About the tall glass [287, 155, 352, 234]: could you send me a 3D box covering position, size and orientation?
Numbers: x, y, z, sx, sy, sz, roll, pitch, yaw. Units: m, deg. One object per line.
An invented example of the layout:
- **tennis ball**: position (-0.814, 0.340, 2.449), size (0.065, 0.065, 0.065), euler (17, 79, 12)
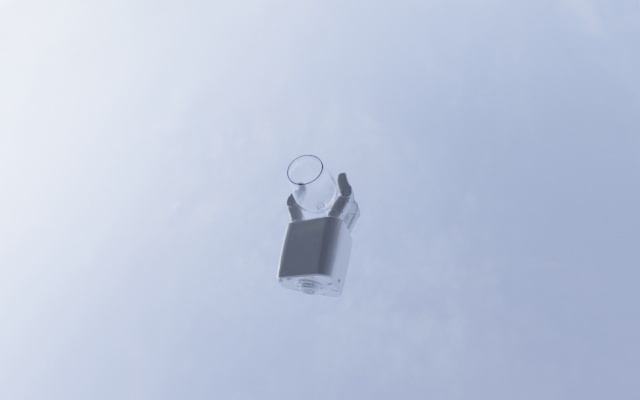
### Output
- **tall glass**: position (0.000, 0.003, 0.860), size (0.079, 0.079, 0.201), euler (0, -33, 18)
